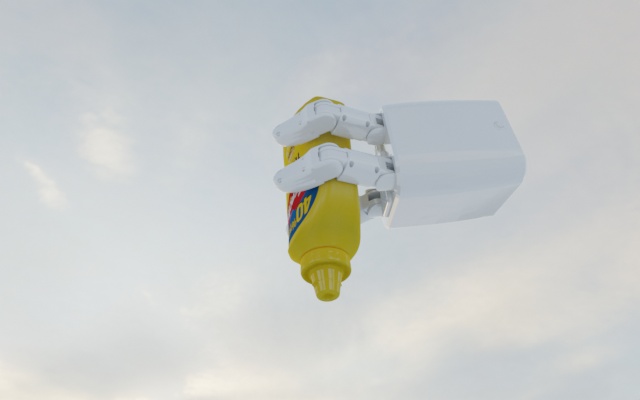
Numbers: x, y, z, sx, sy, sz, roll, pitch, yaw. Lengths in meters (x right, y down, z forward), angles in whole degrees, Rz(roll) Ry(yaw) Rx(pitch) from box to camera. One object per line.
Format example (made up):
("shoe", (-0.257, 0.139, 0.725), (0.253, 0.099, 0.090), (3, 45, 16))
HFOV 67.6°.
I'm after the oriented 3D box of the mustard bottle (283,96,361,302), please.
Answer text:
("mustard bottle", (0.000, 0.001, 0.429), (0.058, 0.191, 0.096), (12, -43, -20))
